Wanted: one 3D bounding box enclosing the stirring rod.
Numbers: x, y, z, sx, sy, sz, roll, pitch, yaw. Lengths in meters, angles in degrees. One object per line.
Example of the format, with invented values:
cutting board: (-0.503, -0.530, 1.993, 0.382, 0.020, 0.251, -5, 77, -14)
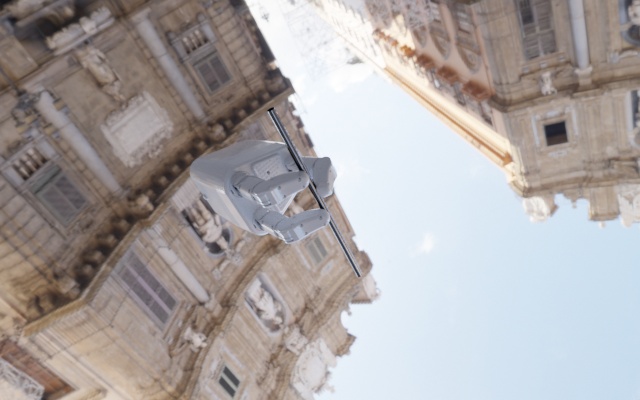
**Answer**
stirring rod: (0.000, 0.002, 0.527, 0.011, 0.240, 0.011, -20, 33, 13)
